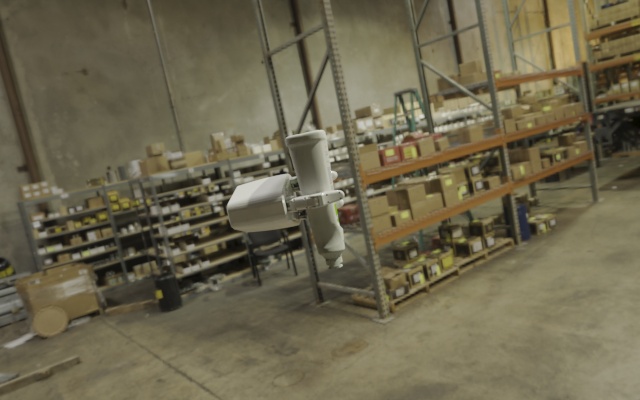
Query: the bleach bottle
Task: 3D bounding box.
[{"bbox_3d":[0.000,0.003,0.860,0.068,0.251,0.102,-11,7,9],"label":"bleach bottle"}]
